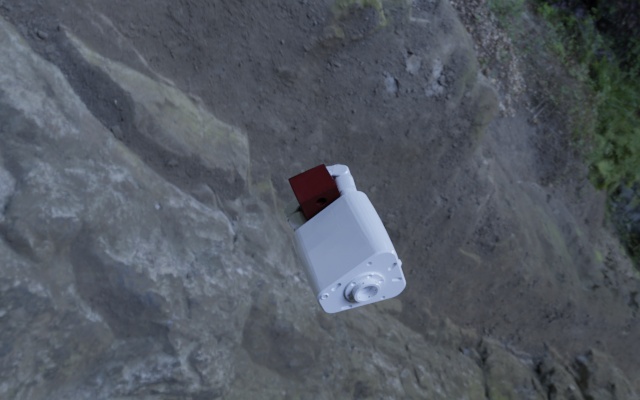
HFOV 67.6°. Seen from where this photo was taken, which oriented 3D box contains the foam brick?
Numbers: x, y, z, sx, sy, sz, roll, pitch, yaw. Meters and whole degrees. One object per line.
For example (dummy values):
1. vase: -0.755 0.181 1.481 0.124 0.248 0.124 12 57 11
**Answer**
1. foam brick: 0.000 0.002 0.627 0.053 0.078 0.051 -26 43 -1
